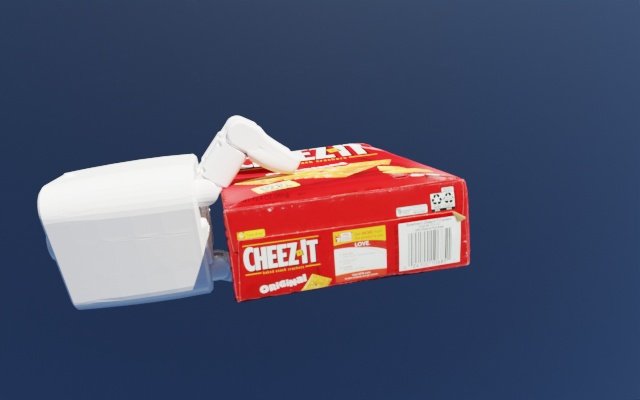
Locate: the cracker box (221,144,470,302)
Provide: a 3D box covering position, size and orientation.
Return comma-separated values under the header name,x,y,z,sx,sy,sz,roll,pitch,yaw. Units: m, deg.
name,x,y,z,sx,sy,sz,roll,pitch,yaw
cracker box,0.000,0.002,0.407,0.164,0.072,0.213,-8,15,-11
